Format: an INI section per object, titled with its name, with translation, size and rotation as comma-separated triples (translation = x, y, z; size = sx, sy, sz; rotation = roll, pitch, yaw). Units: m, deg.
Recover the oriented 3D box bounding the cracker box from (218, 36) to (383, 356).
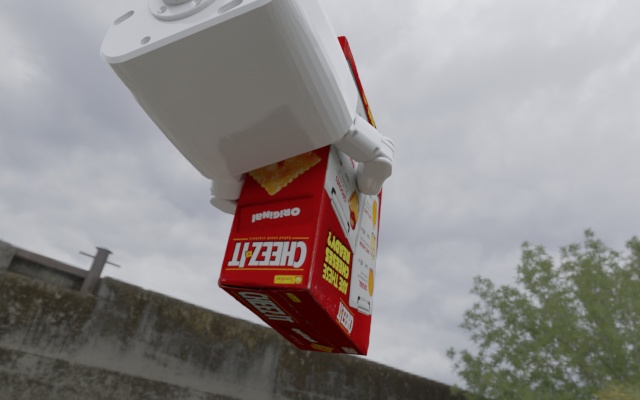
[cracker box]
translation = 0.000, 0.001, 0.400
size = 0.072, 0.213, 0.164
rotation = -2, -31, 19
